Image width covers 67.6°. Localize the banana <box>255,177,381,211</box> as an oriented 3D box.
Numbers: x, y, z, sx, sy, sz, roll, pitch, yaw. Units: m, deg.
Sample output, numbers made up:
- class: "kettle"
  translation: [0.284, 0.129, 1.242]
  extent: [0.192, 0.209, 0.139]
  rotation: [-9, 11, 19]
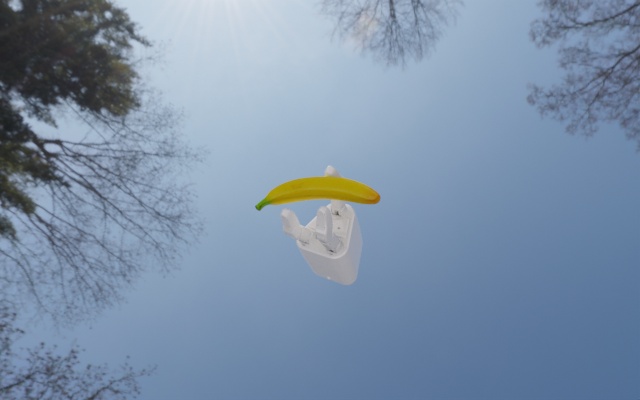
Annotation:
- class: "banana"
  translation: [-0.002, -0.011, 0.765]
  extent: [0.198, 0.069, 0.037]
  rotation: [-5, -45, 12]
